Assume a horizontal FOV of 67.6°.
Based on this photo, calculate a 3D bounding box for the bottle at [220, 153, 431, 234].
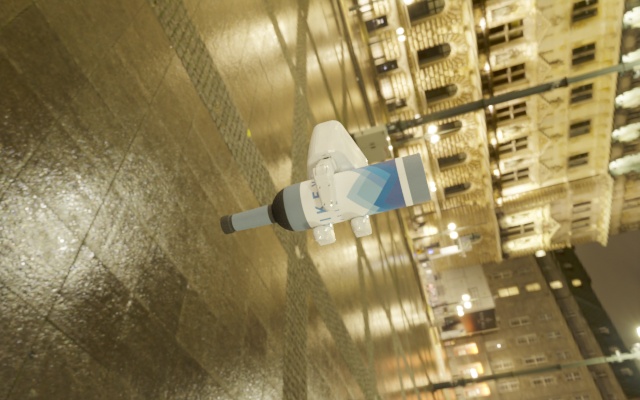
[{"bbox_3d":[0.000,0.002,0.666,0.296,0.069,0.069,-14,-3,11],"label":"bottle"}]
